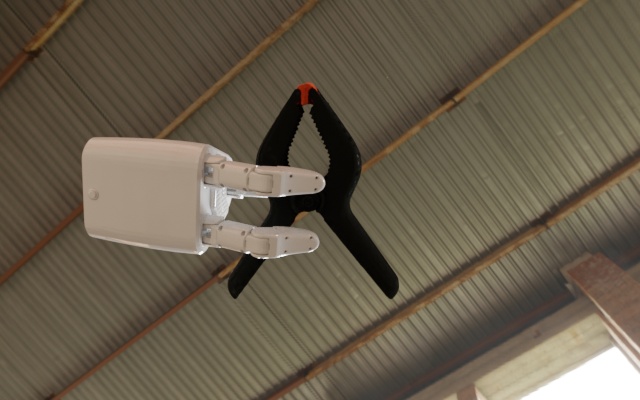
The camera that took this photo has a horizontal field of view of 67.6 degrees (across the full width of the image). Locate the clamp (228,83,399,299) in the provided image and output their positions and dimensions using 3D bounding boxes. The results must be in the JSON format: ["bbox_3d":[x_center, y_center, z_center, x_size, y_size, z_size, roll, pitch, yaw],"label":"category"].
[{"bbox_3d":[0.000,0.001,0.440,0.164,0.210,0.036,6,15,1],"label":"clamp"}]
